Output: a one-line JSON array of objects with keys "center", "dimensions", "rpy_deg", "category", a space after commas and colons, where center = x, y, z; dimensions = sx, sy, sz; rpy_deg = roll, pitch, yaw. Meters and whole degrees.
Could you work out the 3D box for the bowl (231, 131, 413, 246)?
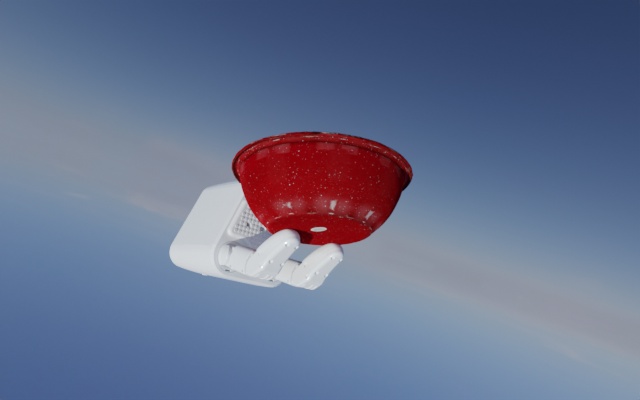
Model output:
[{"center": [0.001, 0.001, 0.420], "dimensions": [0.162, 0.055, 0.162], "rpy_deg": [2, -21, 1], "category": "bowl"}]
